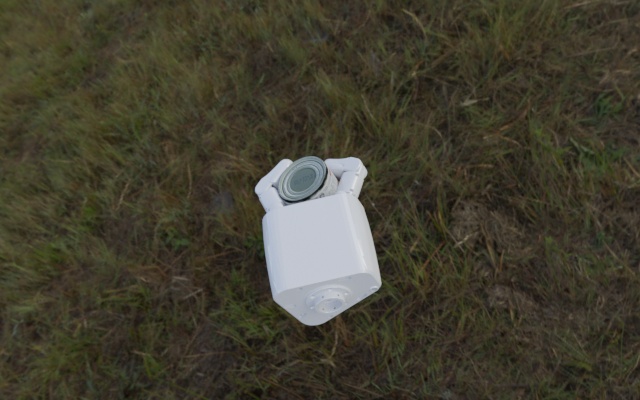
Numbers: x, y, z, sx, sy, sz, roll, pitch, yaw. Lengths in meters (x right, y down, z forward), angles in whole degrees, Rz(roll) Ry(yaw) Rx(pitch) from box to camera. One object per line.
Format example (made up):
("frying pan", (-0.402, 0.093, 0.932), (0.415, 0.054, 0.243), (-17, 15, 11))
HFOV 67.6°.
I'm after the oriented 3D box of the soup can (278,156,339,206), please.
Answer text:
("soup can", (0.000, 0.001, 0.593), (0.068, 0.068, 0.102), (0, -34, 32))
